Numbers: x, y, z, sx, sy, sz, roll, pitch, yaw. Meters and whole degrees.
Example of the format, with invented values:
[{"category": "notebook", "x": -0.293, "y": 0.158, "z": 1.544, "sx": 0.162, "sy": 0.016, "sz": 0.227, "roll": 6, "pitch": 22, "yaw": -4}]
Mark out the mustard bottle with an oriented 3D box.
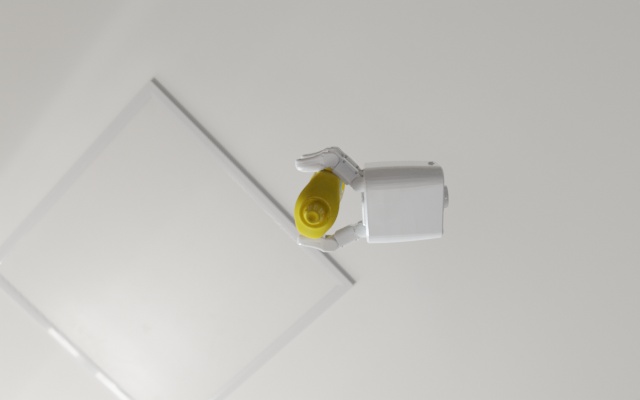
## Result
[{"category": "mustard bottle", "x": 0.000, "y": 0.002, "z": 0.671, "sx": 0.058, "sy": 0.096, "sz": 0.191, "roll": 21, "pitch": 12, "yaw": 1}]
